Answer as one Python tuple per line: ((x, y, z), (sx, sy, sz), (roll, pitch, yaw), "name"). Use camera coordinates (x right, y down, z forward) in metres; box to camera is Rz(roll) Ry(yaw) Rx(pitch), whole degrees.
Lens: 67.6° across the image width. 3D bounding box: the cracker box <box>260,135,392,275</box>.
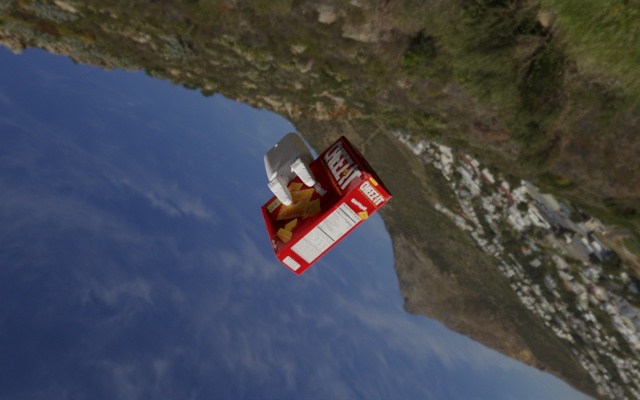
((0.000, 0.003, 0.850), (0.072, 0.214, 0.164), (42, 12, -33), "cracker box")
